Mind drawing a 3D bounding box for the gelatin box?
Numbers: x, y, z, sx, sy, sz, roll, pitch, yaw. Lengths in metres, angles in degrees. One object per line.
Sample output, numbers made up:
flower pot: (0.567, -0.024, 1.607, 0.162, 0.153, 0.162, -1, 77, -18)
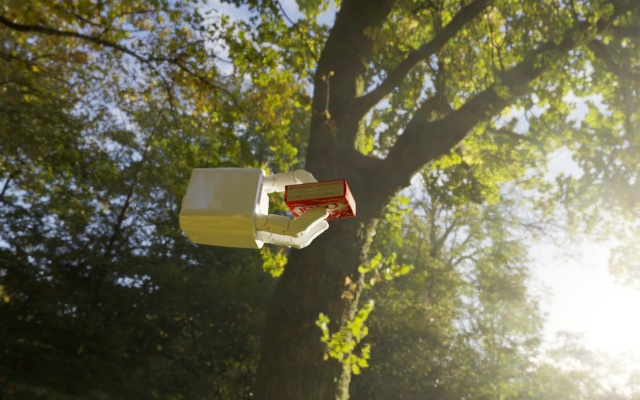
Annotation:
gelatin box: (0.000, 0.002, 0.683, 0.089, 0.030, 0.073, -6, -26, 12)
